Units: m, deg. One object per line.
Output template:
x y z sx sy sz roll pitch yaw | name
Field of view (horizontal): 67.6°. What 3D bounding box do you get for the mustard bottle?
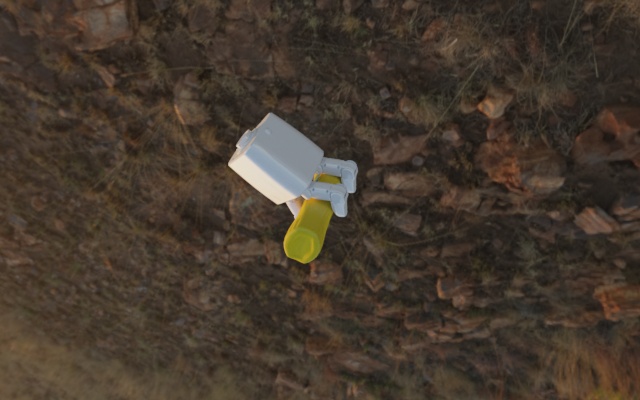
0.000 0.003 0.780 0.058 0.191 0.096 22 -38 2 | mustard bottle
